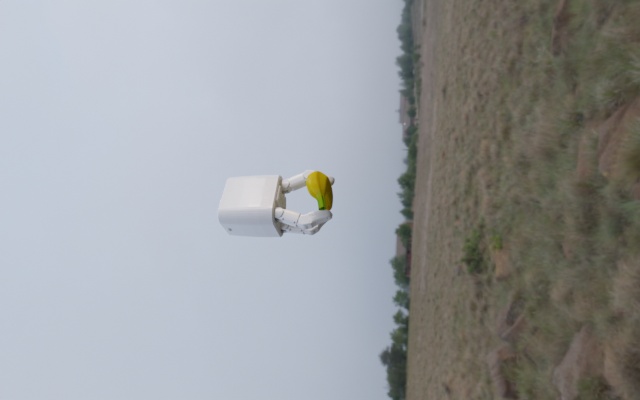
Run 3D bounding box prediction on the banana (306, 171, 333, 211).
[{"bbox_3d":[-0.001,-0.016,0.843,0.037,0.069,0.198,-3,-1,6],"label":"banana"}]
